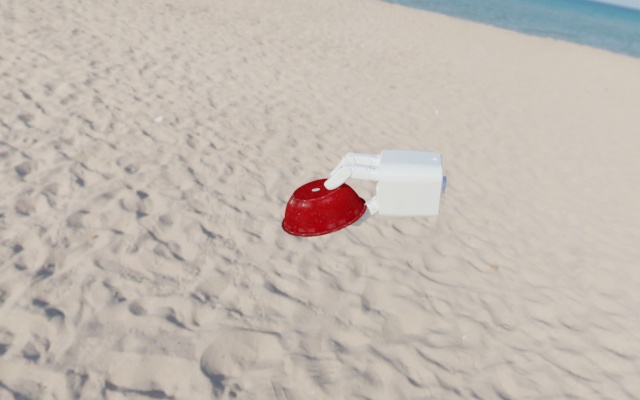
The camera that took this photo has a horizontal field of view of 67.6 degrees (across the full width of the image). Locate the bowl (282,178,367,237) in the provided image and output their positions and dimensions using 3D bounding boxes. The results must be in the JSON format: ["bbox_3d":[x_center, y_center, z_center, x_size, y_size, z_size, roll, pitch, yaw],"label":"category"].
[{"bbox_3d":[-0.001,0.003,0.867,0.162,0.055,0.162,-13,23,6],"label":"bowl"}]
